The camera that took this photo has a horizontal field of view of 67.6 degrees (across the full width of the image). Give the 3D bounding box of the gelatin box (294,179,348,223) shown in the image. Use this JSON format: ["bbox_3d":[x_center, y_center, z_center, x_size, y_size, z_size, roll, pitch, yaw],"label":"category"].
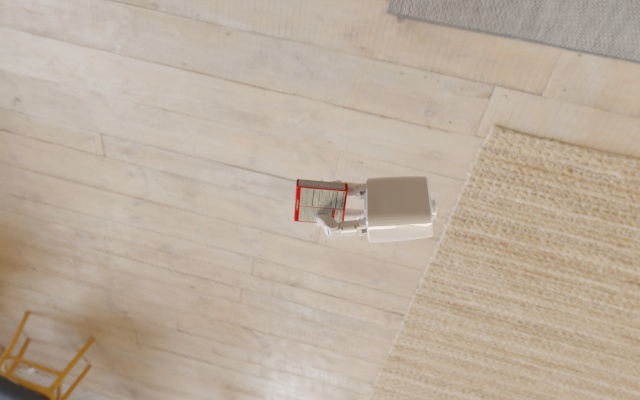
[{"bbox_3d":[0.000,0.003,0.832,0.089,0.073,0.030,4,33,-2],"label":"gelatin box"}]
